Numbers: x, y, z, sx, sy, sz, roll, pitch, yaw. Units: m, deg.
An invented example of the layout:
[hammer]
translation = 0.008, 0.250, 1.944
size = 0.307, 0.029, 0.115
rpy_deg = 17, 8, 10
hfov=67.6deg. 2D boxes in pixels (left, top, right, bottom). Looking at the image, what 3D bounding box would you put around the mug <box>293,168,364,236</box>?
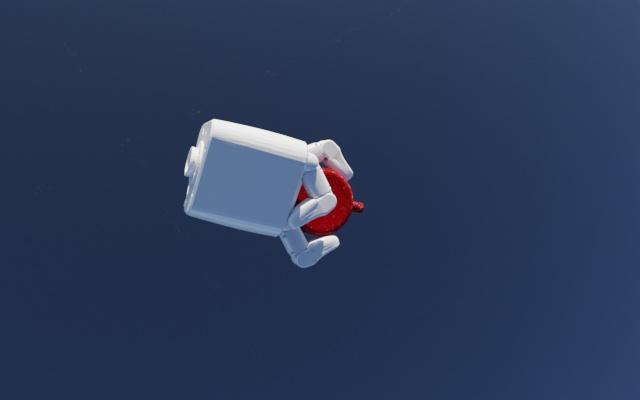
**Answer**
[mug]
translation = 0.001, 0.002, 0.604
size = 0.117, 0.093, 0.081
rpy_deg = 12, 0, -22
